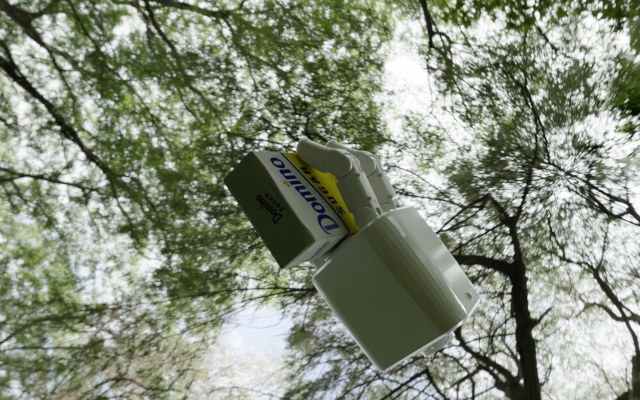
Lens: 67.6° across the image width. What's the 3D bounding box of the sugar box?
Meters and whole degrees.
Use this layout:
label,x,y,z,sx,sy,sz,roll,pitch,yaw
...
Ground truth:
label,x,y,z,sx,sy,sz,roll,pitch,yaw
sugar box,0.001,0.001,0.446,0.048,0.093,0.176,-42,-16,22
